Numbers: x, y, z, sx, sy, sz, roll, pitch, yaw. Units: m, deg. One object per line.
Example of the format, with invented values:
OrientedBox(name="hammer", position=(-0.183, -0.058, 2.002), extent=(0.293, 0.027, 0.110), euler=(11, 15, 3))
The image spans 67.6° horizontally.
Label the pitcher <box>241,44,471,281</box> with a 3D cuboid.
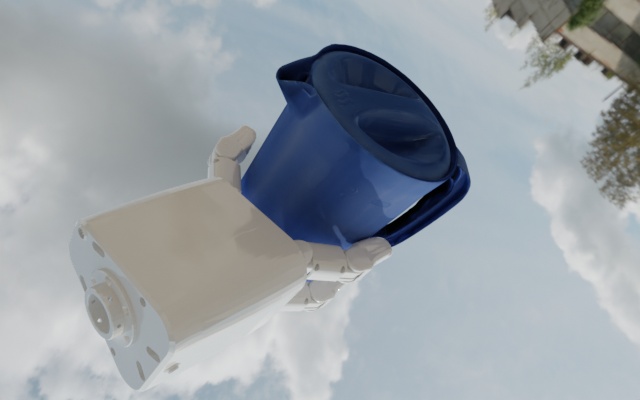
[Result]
OrientedBox(name="pitcher", position=(0.000, 0.001, 0.425), extent=(0.145, 0.149, 0.243), euler=(-25, -17, -48))
